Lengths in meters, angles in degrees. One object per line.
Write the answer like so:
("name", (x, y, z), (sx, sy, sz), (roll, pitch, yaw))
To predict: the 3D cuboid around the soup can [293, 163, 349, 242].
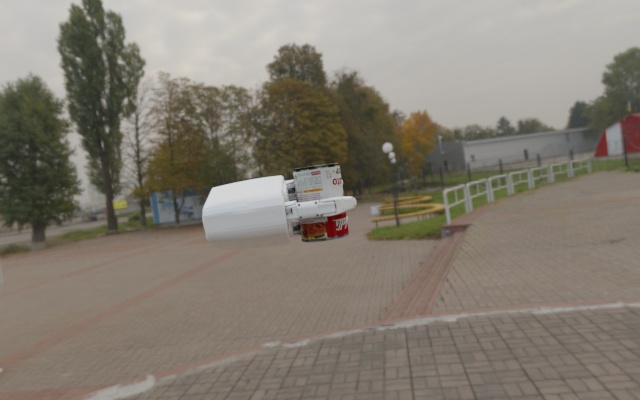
("soup can", (0.001, 0.002, 0.670), (0.068, 0.102, 0.068), (-8, 3, 0))
